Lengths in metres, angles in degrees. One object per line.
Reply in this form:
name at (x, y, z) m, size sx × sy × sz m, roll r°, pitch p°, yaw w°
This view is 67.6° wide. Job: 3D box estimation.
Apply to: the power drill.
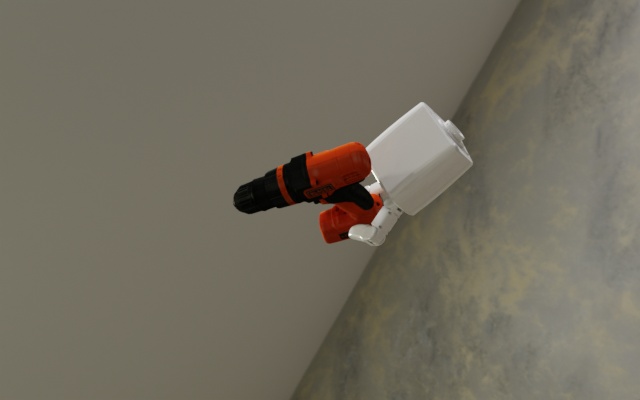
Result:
power drill at (0.001, 0.002, 0.649) m, size 0.184 × 0.057 × 0.188 m, roll -17°, pitch -27°, yaw 18°
